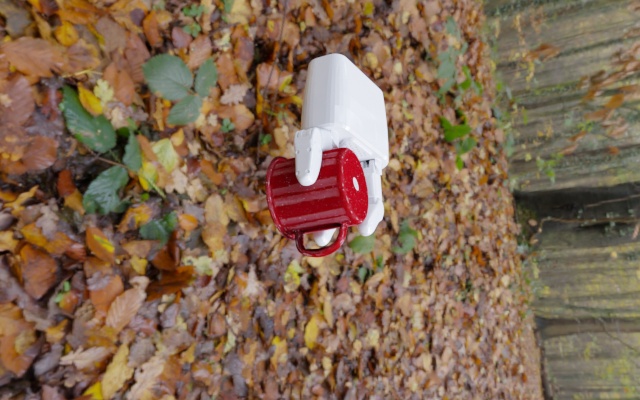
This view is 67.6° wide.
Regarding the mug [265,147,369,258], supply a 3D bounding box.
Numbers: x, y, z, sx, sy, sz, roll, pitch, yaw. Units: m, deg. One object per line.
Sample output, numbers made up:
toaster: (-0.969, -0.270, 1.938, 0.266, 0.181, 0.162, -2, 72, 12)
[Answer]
mug: (0.000, 0.003, 0.497, 0.081, 0.117, 0.093, -11, -28, 22)
